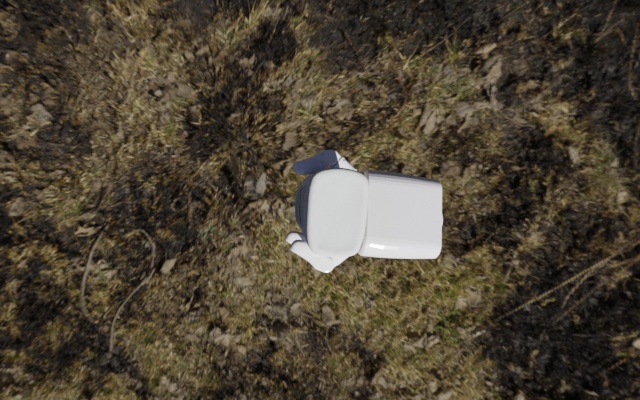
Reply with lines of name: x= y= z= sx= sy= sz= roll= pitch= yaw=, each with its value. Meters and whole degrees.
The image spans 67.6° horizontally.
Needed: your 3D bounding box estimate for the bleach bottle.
bleach bottle: x=0.000 y=0.002 z=0.637 sx=0.068 sy=0.102 sz=0.251 roll=4 pitch=6 yaw=-9
